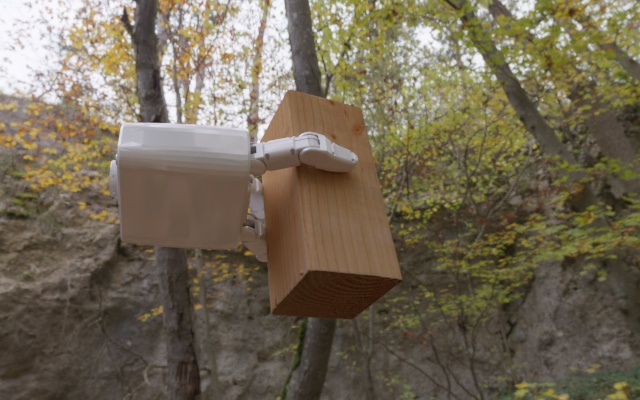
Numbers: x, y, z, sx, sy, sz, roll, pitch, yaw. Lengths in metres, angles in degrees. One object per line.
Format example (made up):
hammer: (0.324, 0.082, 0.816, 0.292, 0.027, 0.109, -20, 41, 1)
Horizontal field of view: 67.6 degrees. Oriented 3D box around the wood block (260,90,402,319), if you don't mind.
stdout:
wood block: (0.000, 0.001, 0.473, 0.090, 0.206, 0.091, 10, -38, -25)
